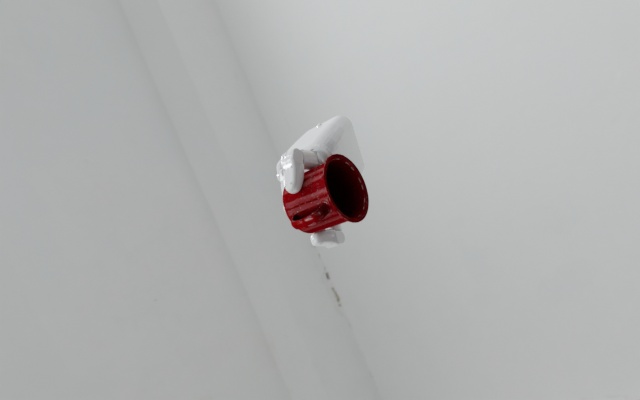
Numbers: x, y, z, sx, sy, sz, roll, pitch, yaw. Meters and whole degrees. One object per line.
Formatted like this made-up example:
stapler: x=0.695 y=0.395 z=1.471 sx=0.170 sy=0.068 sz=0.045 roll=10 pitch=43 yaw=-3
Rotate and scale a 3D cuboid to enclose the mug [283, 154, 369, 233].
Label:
mug: x=-0.001 y=0.003 z=0.624 sx=0.081 sy=0.093 sz=0.117 roll=-22 pitch=21 yaw=36
